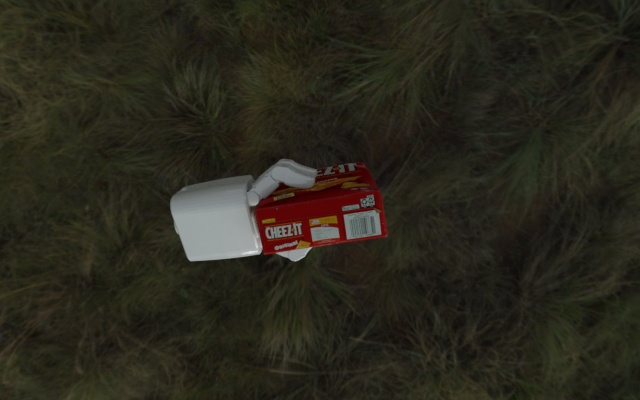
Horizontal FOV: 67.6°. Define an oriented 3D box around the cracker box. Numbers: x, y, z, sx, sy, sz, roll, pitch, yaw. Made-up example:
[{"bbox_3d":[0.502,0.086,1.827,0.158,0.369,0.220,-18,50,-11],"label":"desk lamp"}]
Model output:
[{"bbox_3d":[0.000,0.003,0.704,0.164,0.072,0.213,-9,14,2],"label":"cracker box"}]
